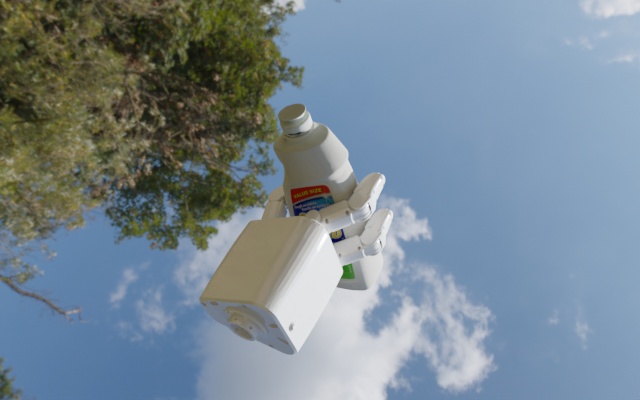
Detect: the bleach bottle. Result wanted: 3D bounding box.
[{"bbox_3d":[0.000,0.002,0.545,0.102,0.251,0.068,8,49,30],"label":"bleach bottle"}]
